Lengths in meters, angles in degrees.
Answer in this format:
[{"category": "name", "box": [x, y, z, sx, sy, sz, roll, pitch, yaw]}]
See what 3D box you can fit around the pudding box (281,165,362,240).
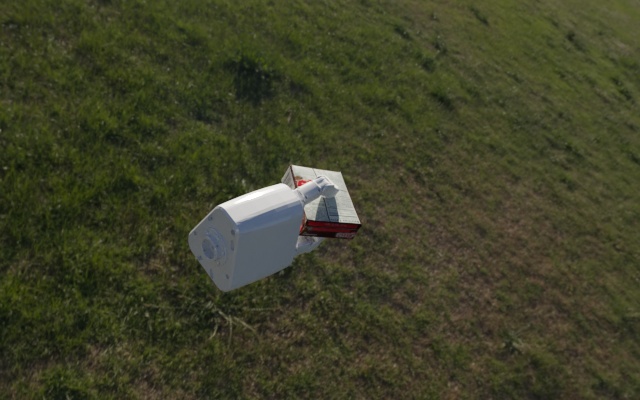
[{"category": "pudding box", "box": [0.000, 0.002, 0.691, 0.090, 0.113, 0.039, 7, -44, -27]}]
